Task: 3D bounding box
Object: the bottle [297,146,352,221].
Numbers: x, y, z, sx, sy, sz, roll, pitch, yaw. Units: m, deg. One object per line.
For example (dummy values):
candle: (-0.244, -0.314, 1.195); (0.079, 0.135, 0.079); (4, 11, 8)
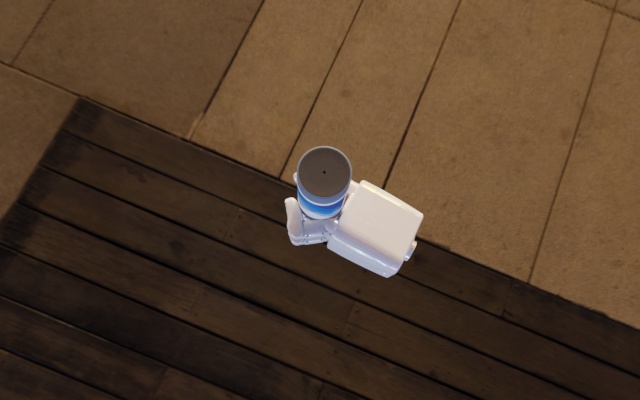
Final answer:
bottle: (0.000, 0.002, 0.709); (0.069, 0.069, 0.296); (0, -14, -2)
